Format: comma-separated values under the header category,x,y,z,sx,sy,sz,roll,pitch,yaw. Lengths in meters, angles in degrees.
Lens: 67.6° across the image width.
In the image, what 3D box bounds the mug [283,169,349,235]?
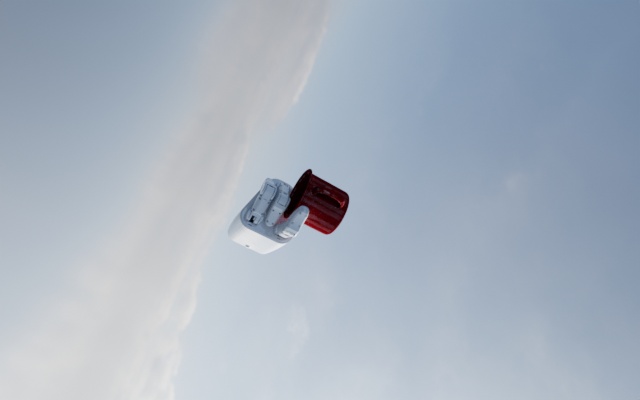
category,x,y,z,sx,sy,sz,roll,pitch,yaw
mug,0.001,0.002,0.793,0.081,0.093,0.117,28,-26,-16
